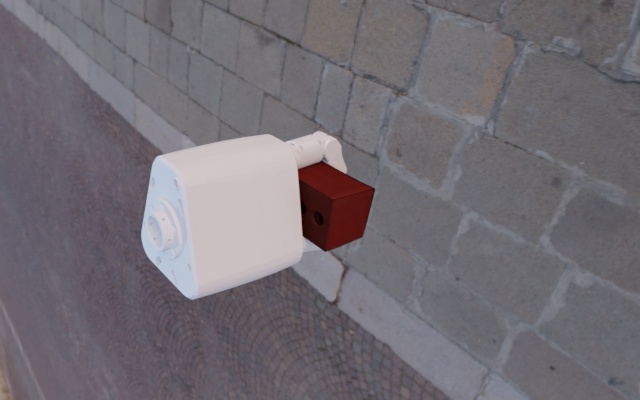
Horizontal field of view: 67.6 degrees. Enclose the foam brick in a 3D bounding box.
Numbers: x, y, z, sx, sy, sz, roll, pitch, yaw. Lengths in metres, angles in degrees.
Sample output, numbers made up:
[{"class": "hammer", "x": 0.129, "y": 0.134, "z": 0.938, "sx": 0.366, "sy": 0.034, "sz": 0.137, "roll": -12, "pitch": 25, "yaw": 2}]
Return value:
[{"class": "foam brick", "x": 0.000, "y": 0.001, "z": 0.434, "sx": 0.051, "sy": 0.053, "sz": 0.078, "roll": -17, "pitch": 36, "yaw": -42}]
